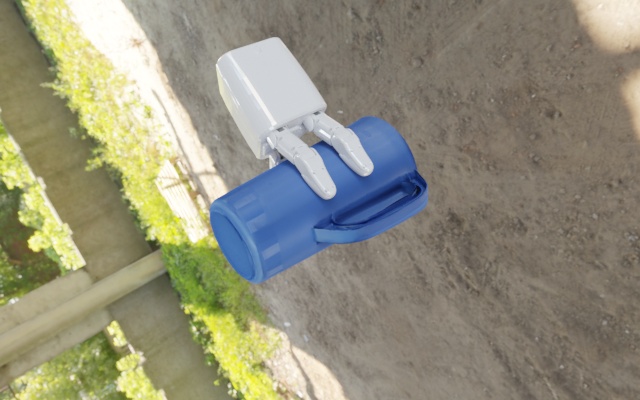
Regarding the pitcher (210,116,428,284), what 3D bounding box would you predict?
[{"bbox_3d":[0.000,0.002,0.581,0.243,0.145,0.149,-29,-6,-28],"label":"pitcher"}]
